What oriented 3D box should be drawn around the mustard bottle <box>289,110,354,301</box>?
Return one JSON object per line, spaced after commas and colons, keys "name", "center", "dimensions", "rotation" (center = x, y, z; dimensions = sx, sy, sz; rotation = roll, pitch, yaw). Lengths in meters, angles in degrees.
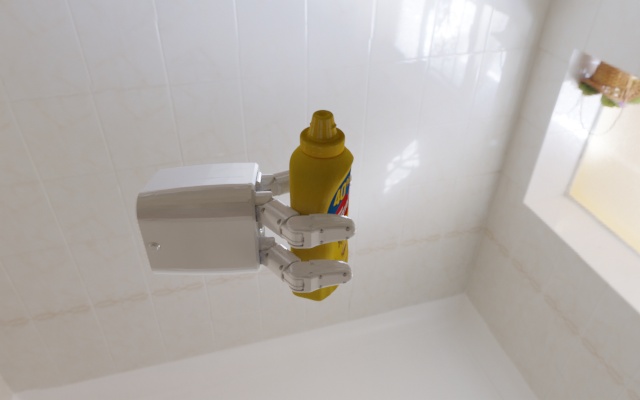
{"name": "mustard bottle", "center": [0.000, 0.002, 0.470], "dimensions": [0.058, 0.192, 0.096], "rotation": [12, 38, 15]}
